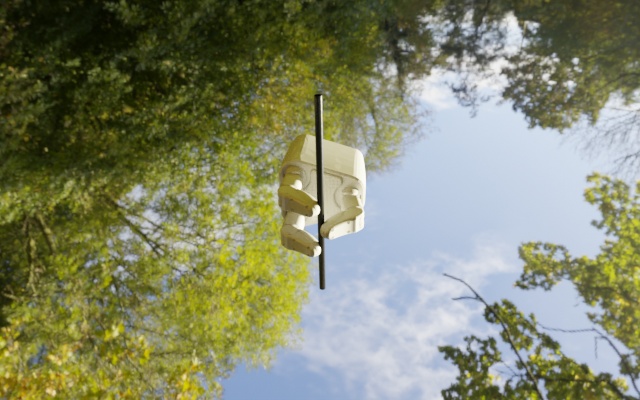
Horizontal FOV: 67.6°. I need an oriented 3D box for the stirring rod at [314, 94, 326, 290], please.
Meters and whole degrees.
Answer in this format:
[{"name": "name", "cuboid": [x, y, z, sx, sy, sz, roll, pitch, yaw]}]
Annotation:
[{"name": "stirring rod", "cuboid": [0.000, 0.002, 0.529, 0.011, 0.240, 0.011, -1, 29, 1]}]
